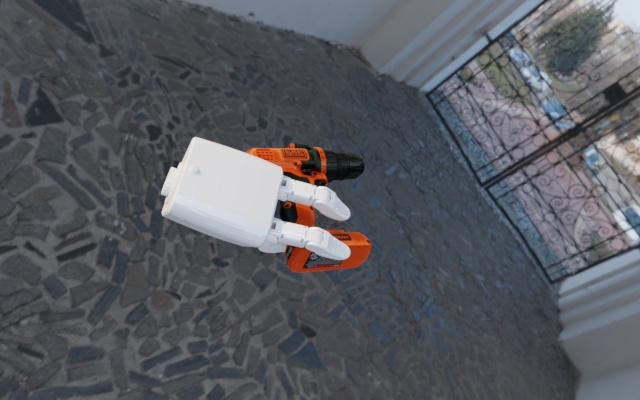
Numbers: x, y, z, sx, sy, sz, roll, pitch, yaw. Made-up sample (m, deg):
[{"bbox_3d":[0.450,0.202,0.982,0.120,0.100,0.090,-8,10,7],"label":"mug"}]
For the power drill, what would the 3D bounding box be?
[{"bbox_3d":[0.000,0.002,0.639,0.184,0.187,0.057,-3,-41,-24],"label":"power drill"}]
